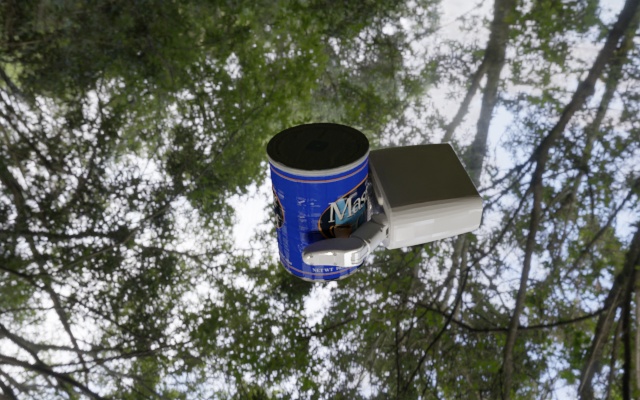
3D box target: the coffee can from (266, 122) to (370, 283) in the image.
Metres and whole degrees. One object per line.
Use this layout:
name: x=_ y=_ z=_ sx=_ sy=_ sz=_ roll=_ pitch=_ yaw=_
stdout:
coffee can: x=0.000 y=0.002 z=0.512 sx=0.103 sy=0.140 sz=0.102 roll=-2 pitch=34 yaw=1
